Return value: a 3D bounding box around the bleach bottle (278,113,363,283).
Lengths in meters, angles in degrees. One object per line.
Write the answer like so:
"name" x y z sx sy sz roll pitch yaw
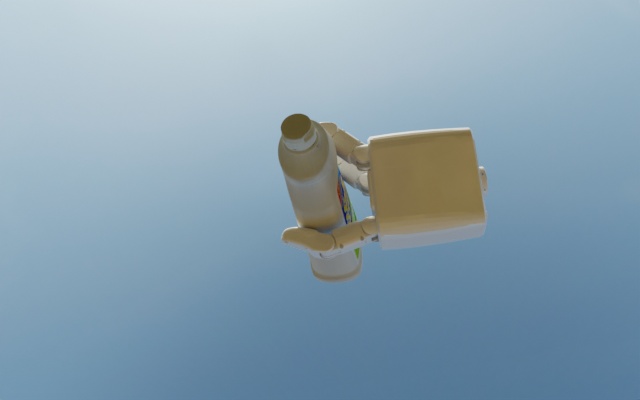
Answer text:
"bleach bottle" 0.000 0.002 0.523 0.068 0.102 0.251 -6 -29 8
